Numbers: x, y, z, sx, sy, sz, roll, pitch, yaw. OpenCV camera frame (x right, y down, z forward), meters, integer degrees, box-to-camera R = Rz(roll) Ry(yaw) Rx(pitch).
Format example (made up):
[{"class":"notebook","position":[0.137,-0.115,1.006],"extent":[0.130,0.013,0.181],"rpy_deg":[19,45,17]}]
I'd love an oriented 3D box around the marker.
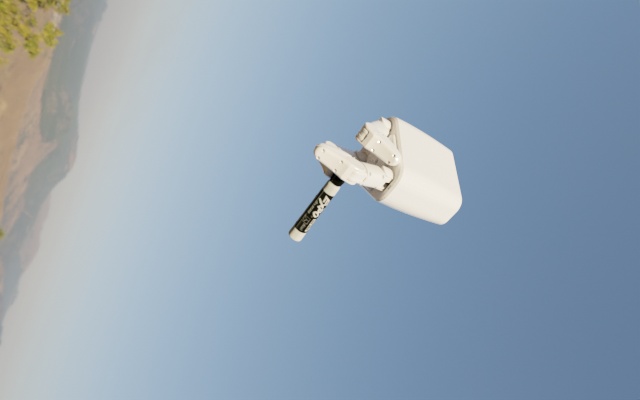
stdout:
[{"class":"marker","position":[0.000,0.002,0.568],"extent":[0.020,0.121,0.020],"rpy_deg":[28,29,-17]}]
